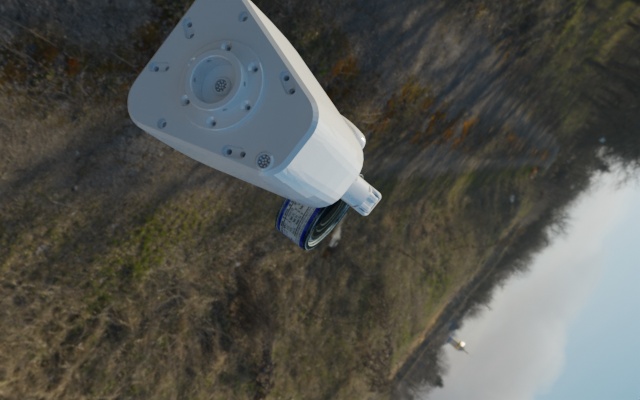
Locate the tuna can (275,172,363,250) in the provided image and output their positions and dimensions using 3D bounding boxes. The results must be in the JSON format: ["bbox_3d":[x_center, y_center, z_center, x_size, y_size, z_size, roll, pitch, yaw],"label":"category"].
[{"bbox_3d":[0.001,0.002,0.421,0.033,0.086,0.086,37,10,14],"label":"tuna can"}]
